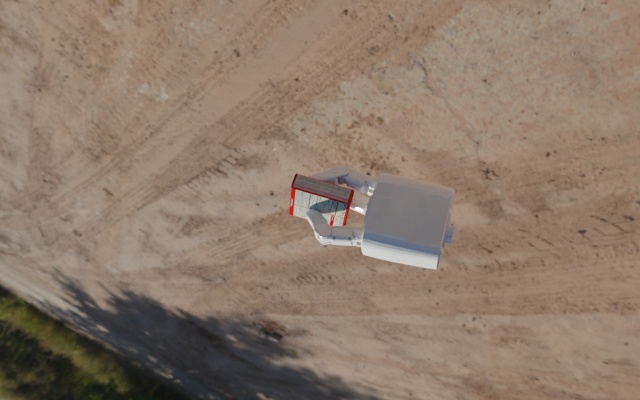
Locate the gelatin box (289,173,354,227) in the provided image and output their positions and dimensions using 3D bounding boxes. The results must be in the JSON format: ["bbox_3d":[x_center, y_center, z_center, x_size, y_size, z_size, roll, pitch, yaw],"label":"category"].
[{"bbox_3d":[0.000,0.003,0.701,0.089,0.030,0.073,15,-34,4],"label":"gelatin box"}]
